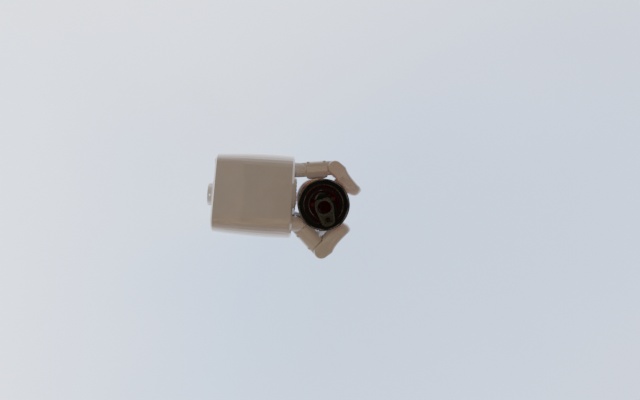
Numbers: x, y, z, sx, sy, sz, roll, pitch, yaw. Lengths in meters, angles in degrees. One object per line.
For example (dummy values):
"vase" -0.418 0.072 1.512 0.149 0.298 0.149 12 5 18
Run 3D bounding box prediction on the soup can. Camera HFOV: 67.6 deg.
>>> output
"soup can" 0.001 0.002 0.662 0.068 0.068 0.102 0 4 -5
